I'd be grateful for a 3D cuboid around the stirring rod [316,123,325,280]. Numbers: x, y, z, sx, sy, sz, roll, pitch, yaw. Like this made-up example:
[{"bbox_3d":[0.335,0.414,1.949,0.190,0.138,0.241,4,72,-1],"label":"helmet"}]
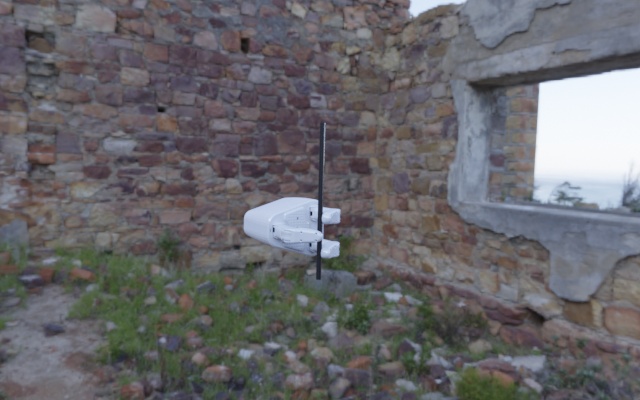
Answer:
[{"bbox_3d":[0.000,0.002,0.732,0.011,0.239,0.011,1,4,0],"label":"stirring rod"}]
